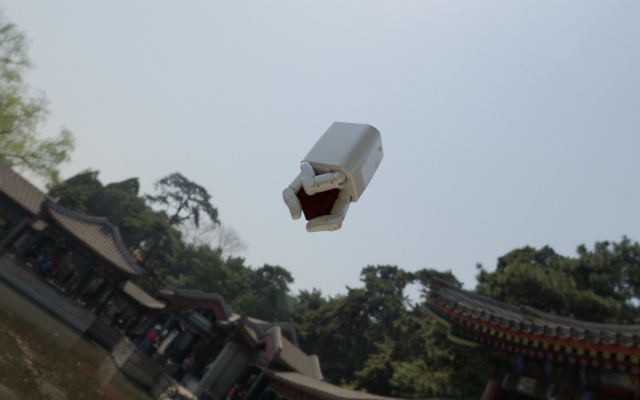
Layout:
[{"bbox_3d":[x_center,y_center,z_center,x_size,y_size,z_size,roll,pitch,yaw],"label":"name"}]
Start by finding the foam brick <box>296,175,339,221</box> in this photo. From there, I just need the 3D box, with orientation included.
[{"bbox_3d":[0.000,0.003,0.818,0.053,0.051,0.078,22,-27,25],"label":"foam brick"}]
